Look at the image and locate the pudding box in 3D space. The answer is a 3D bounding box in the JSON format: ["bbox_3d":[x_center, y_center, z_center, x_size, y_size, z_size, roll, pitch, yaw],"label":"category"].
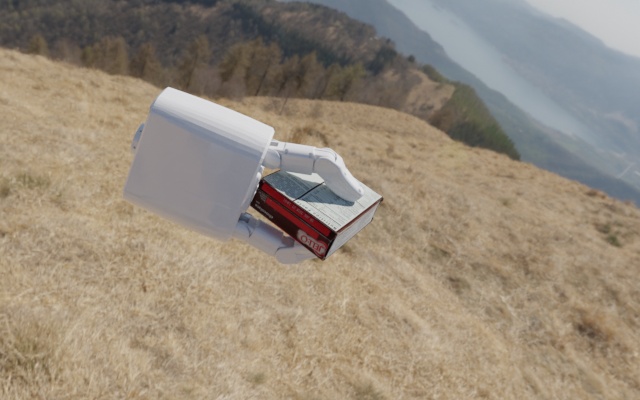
[{"bbox_3d":[0.000,0.001,0.471,0.090,0.039,0.113,37,33,15],"label":"pudding box"}]
